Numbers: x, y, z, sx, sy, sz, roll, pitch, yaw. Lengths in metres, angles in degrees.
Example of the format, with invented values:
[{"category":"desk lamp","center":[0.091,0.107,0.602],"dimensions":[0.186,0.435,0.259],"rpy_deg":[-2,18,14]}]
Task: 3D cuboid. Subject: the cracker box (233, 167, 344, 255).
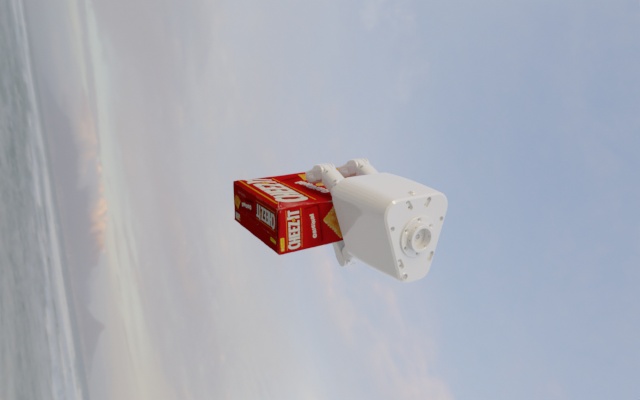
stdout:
[{"category":"cracker box","center":[0.000,0.002,0.700],"dimensions":[0.213,0.072,0.164],"rpy_deg":[-9,18,-28]}]
